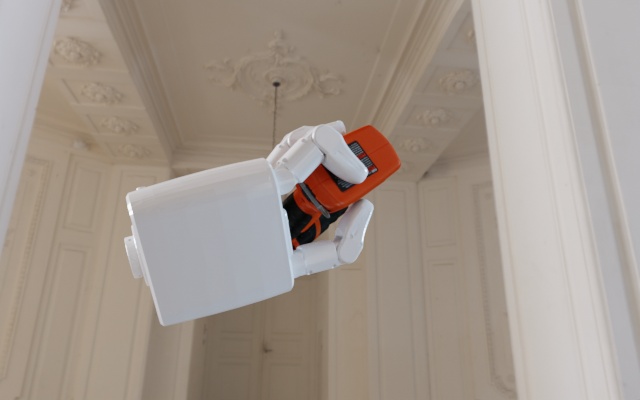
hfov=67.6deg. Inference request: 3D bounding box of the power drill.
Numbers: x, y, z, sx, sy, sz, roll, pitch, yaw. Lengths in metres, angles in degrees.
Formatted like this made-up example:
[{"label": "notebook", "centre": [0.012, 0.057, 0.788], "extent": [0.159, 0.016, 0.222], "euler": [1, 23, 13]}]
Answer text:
[{"label": "power drill", "centre": [0.000, 0.001, 0.496], "extent": [0.184, 0.057, 0.188], "euler": [-34, -8, -39]}]
